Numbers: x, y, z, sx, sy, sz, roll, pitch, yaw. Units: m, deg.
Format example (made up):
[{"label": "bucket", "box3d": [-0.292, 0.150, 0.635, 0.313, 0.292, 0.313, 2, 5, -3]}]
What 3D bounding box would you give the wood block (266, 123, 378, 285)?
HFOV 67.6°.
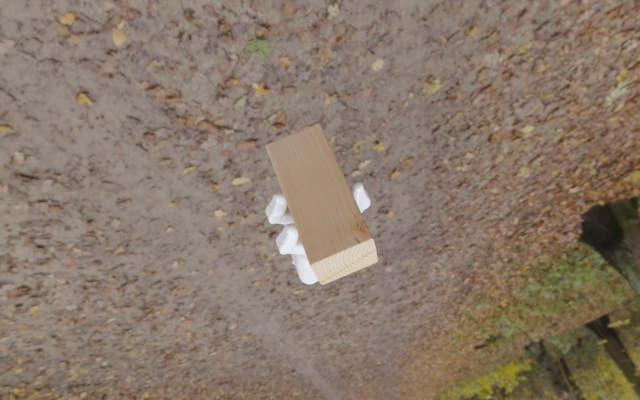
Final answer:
[{"label": "wood block", "box3d": [0.001, 0.002, 0.697, 0.091, 0.206, 0.090, -23, -29, -1]}]
